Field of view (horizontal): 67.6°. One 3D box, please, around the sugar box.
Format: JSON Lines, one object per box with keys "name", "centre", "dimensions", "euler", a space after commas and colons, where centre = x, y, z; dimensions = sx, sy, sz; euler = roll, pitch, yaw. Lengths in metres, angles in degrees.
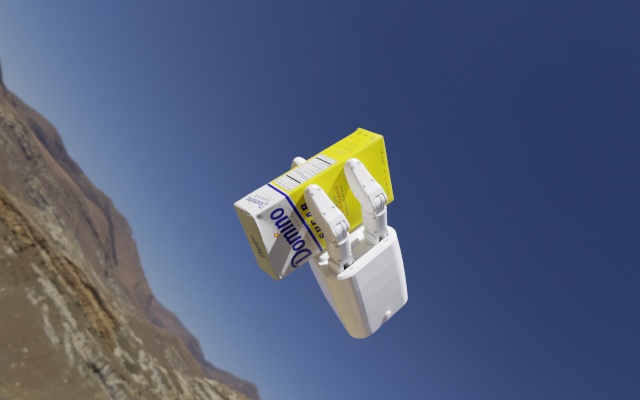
{"name": "sugar box", "centre": [0.001, 0.002, 0.526], "dimensions": [0.176, 0.093, 0.048], "euler": [-35, 39, -25]}
